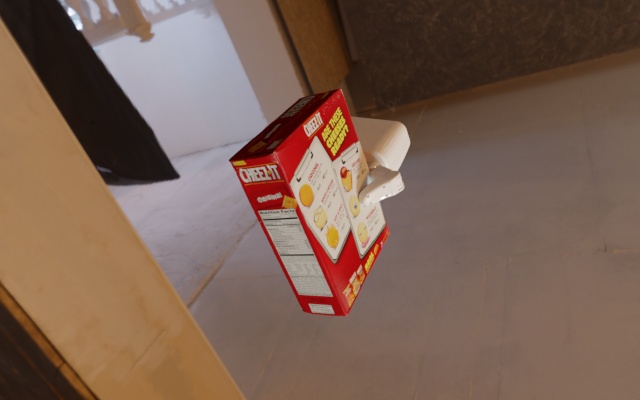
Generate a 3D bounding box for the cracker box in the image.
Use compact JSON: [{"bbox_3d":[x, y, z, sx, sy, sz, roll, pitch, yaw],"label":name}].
[{"bbox_3d":[0.000,0.002,0.567,0.072,0.214,0.164,-6,30,32],"label":"cracker box"}]
